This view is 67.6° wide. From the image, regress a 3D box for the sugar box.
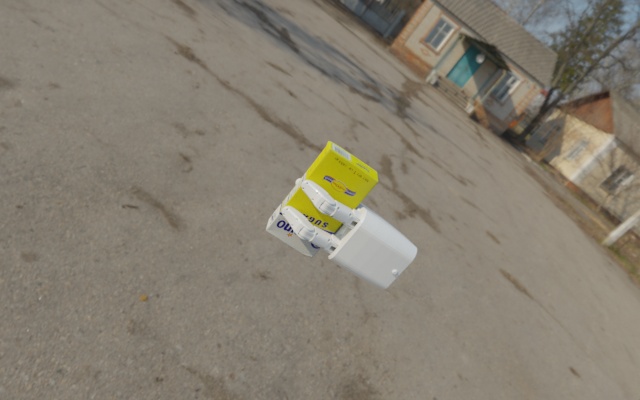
[{"bbox_3d":[0.000,0.003,0.750,0.093,0.176,0.048,33,22,-13],"label":"sugar box"}]
